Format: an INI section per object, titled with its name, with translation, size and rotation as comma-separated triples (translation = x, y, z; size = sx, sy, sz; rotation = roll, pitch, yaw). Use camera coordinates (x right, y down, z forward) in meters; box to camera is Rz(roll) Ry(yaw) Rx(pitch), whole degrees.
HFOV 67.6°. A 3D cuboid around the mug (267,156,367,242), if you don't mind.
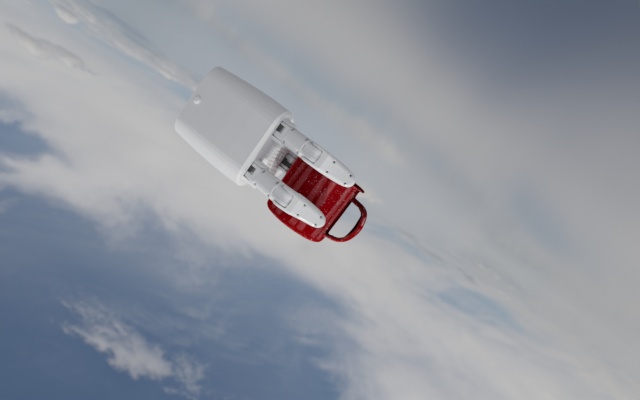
[mug]
translation = 0.001, 0.003, 0.558
size = 0.117, 0.081, 0.093
rotation = 38, 7, 16
